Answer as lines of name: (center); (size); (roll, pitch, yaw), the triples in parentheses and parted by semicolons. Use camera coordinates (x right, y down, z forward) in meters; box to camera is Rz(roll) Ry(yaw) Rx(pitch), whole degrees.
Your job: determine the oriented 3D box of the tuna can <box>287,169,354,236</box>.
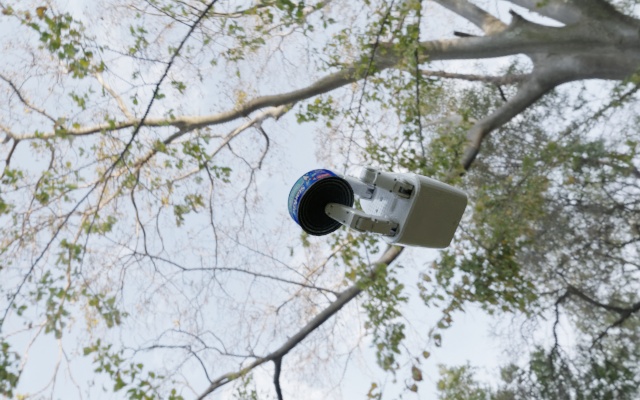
tuna can: (0.000, 0.002, 0.630); (0.086, 0.086, 0.033); (0, 24, -33)
